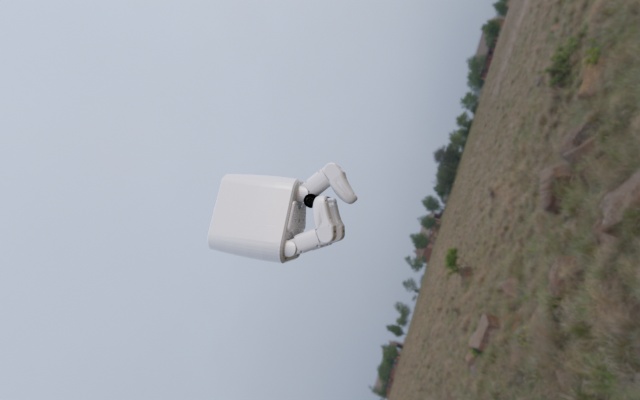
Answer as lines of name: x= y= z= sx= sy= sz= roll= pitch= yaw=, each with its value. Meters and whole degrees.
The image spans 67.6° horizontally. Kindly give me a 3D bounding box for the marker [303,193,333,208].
marker: x=0.000 y=0.002 z=0.661 sx=0.020 sy=0.020 sz=0.121 roll=0 pitch=-2 yaw=14
